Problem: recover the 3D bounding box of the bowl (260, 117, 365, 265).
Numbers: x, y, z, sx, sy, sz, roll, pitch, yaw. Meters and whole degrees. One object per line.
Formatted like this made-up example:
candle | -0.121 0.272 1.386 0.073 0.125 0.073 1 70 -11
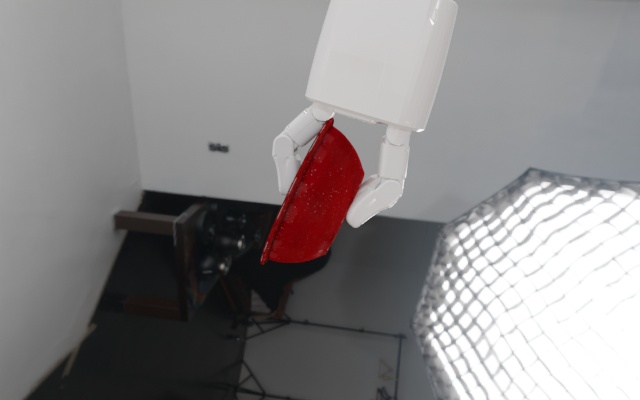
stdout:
bowl | 0.000 0.003 0.478 0.055 0.162 0.162 26 1 1
